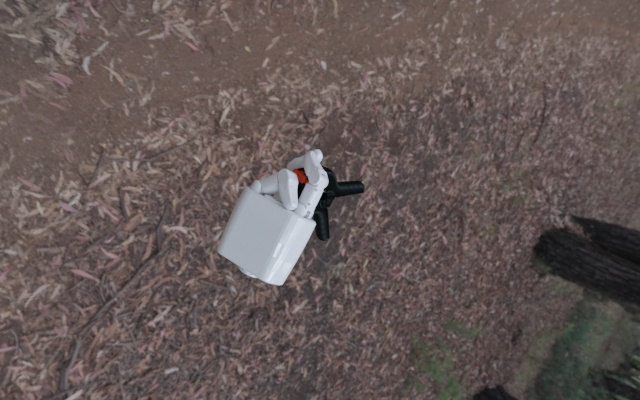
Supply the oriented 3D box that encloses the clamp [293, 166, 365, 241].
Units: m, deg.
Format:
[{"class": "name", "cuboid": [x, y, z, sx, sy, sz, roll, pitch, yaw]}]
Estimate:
[{"class": "clamp", "cuboid": [0.001, 0.003, 0.765, 0.039, 0.120, 0.171, 29, 3, 38]}]
